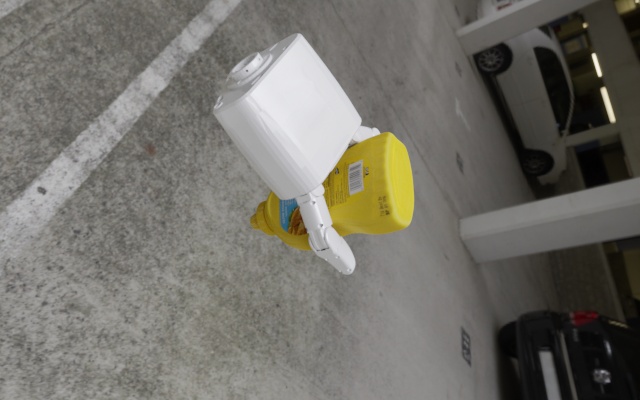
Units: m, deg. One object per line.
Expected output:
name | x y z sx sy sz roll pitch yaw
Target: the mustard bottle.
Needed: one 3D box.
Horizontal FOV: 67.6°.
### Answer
mustard bottle | 0.000 0.002 0.501 0.191 0.096 0.058 -17 -30 33
